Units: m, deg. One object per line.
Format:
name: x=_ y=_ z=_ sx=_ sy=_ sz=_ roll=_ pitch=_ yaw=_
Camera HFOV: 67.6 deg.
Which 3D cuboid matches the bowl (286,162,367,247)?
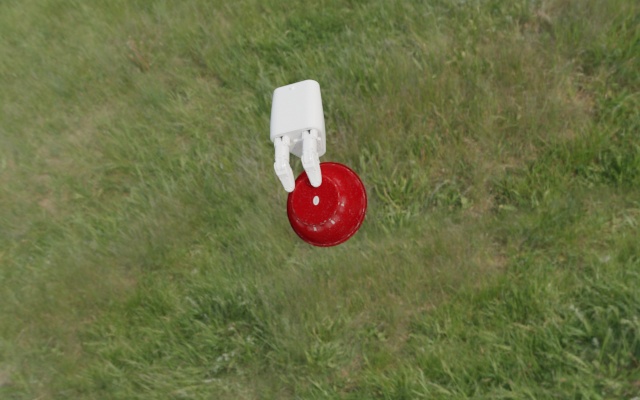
bowl: x=0.000 y=0.004 z=0.864 sx=0.162 sy=0.162 sz=0.055 roll=0 pitch=-8 yaw=22
